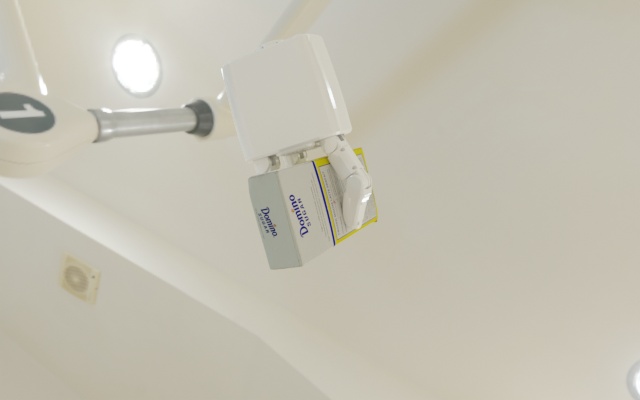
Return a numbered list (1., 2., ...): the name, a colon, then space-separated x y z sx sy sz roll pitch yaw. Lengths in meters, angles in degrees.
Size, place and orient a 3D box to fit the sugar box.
1. sugar box: 0.000 0.002 0.510 0.048 0.093 0.176 -11 6 35
